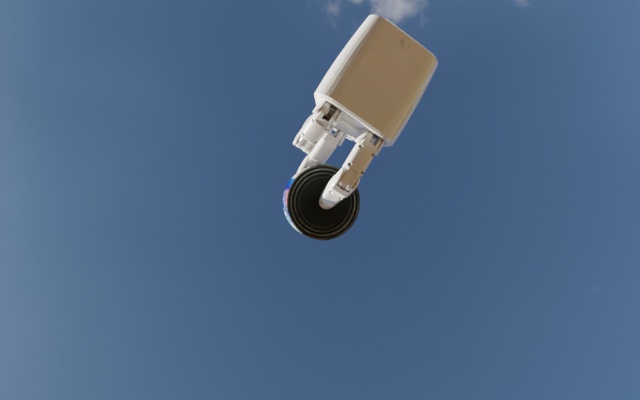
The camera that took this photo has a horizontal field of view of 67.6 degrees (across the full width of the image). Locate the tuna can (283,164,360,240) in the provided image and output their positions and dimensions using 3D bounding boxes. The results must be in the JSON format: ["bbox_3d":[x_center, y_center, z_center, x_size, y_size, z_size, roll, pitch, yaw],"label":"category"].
[{"bbox_3d":[0.000,0.002,0.552,0.086,0.086,0.034,0,2,-15],"label":"tuna can"}]
